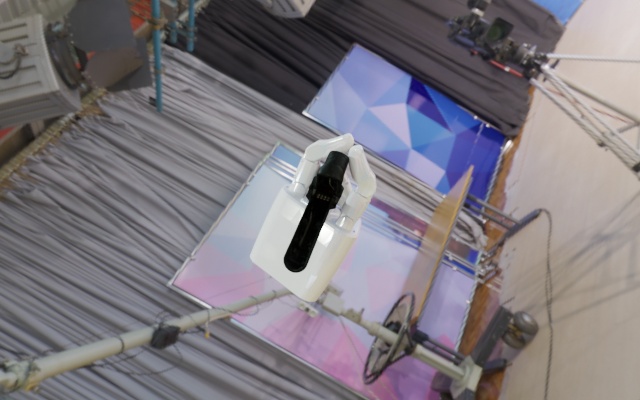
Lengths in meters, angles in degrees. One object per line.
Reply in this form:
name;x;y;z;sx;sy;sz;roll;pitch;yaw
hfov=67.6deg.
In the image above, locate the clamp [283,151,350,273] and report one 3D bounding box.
clamp;0.000;0.001;0.518;0.039;0.120;0.171;29;17;1
